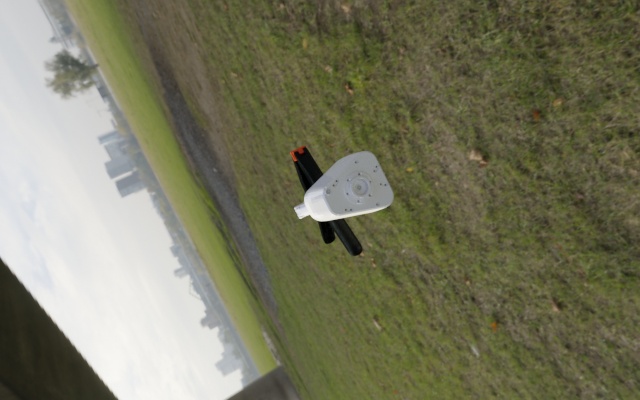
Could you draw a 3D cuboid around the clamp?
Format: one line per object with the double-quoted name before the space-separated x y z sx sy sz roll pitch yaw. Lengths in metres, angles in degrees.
"clamp" -0.001 0.003 0.873 0.036 0.210 0.164 -27 3 -15
